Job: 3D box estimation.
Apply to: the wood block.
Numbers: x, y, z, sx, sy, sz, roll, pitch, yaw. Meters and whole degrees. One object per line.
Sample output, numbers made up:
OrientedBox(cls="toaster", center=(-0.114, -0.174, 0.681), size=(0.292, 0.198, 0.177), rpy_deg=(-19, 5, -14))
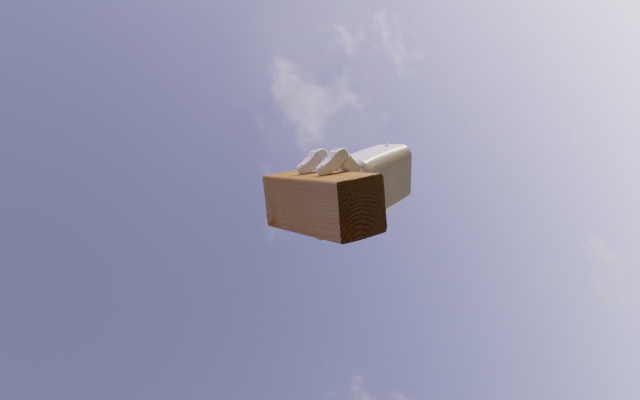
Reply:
OrientedBox(cls="wood block", center=(0.000, 0.003, 0.759), size=(0.090, 0.091, 0.206), rpy_deg=(-12, 12, -34))
